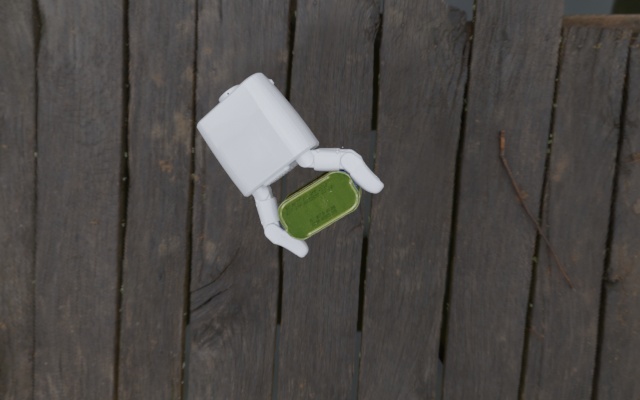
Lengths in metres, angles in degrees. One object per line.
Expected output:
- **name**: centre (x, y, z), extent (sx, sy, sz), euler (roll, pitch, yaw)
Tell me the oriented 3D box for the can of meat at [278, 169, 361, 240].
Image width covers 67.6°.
- **can of meat**: centre (0.000, 0.002, 0.584), extent (0.102, 0.057, 0.084), euler (-32, 3, 6)
